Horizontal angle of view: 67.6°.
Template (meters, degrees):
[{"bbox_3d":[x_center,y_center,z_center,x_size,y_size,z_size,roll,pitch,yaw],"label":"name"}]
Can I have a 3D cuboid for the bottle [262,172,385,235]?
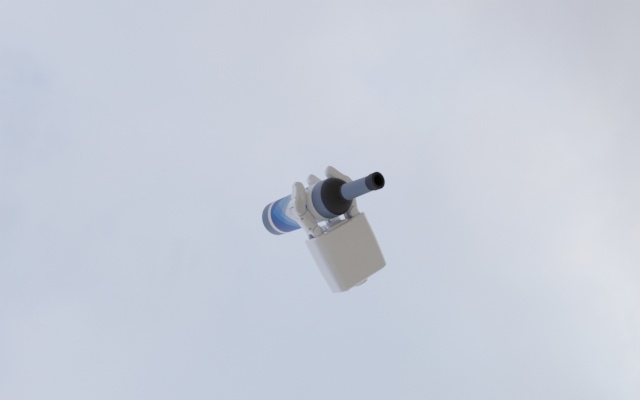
[{"bbox_3d":[0.000,0.003,0.831,0.069,0.069,0.296,0,-13,-38],"label":"bottle"}]
